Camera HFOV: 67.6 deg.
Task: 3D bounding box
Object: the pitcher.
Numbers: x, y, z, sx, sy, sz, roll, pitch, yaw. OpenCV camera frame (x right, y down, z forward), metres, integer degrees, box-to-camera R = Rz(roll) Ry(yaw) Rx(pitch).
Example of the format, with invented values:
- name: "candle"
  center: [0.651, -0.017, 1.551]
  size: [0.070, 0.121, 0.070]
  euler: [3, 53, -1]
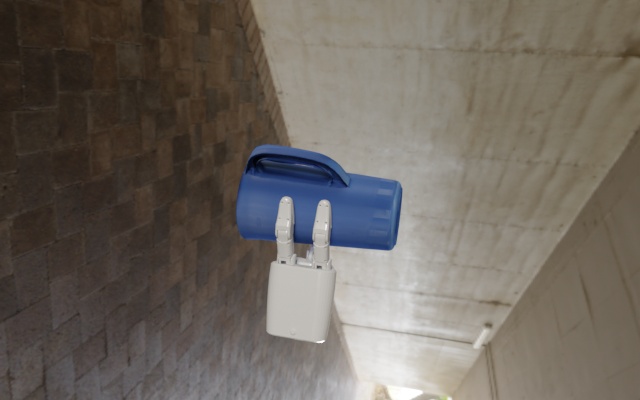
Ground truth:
- name: "pitcher"
  center: [0.000, 0.003, 0.737]
  size: [0.243, 0.145, 0.149]
  euler: [7, -2, 12]
